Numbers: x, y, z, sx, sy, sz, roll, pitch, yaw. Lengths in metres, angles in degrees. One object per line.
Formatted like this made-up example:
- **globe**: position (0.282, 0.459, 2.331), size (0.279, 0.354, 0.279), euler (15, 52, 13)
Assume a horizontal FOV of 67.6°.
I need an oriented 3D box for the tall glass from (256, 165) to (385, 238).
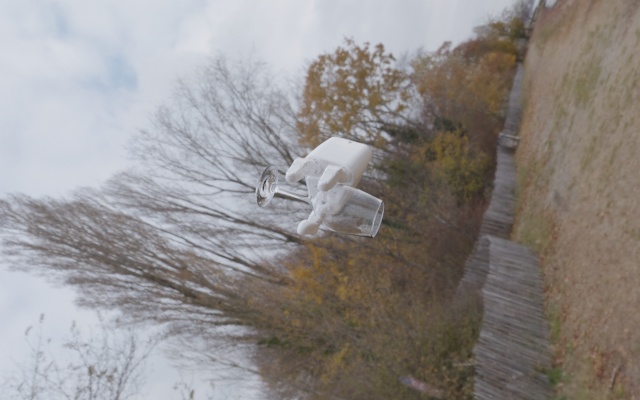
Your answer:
- **tall glass**: position (-0.001, 0.002, 0.777), size (0.201, 0.079, 0.079), euler (17, 5, 18)
